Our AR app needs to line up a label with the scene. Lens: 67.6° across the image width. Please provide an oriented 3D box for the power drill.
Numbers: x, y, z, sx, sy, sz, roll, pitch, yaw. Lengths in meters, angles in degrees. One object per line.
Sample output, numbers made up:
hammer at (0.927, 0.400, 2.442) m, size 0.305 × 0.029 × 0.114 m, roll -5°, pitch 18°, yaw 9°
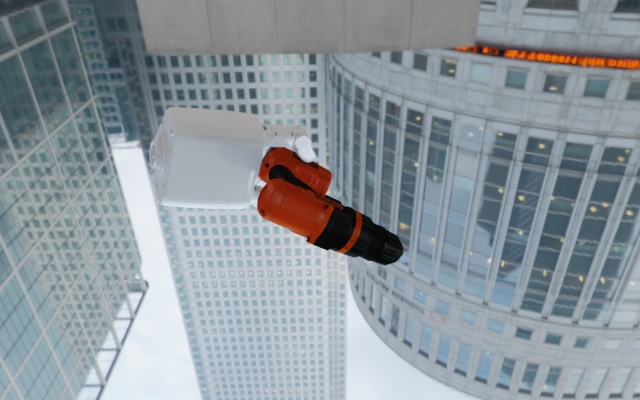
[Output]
power drill at (0.000, 0.002, 0.590) m, size 0.184 × 0.057 × 0.187 m, roll 26°, pitch 12°, yaw -24°
